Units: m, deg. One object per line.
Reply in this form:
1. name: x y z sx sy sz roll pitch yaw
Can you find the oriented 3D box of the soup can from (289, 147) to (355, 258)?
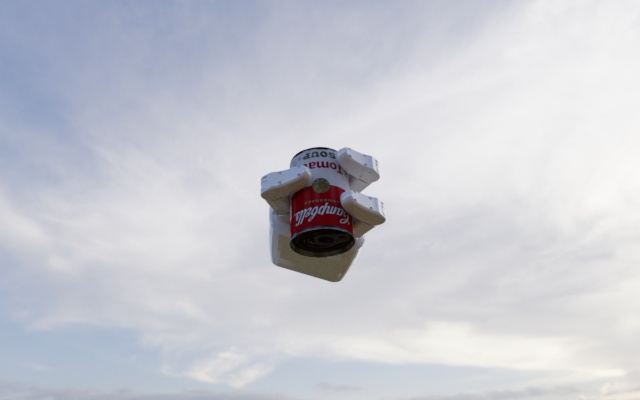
1. soup can: 0.000 0.001 0.518 0.068 0.102 0.068 -2 -31 -1
